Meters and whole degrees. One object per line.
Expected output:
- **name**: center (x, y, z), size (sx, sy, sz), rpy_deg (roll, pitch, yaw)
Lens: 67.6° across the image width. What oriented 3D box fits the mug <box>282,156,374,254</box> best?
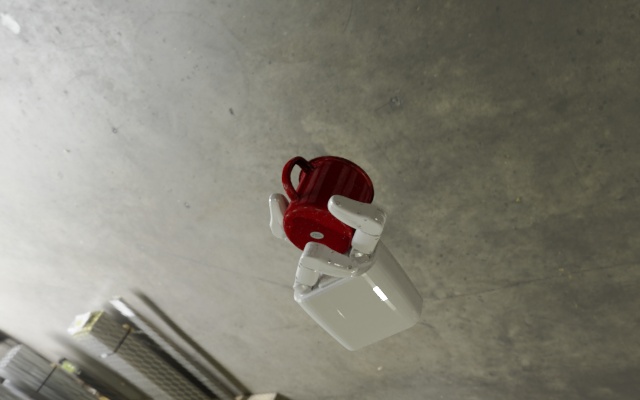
- **mug**: center (-0.001, 0.001, 0.535), size (0.093, 0.117, 0.081), rpy_deg (-22, 30, 36)
